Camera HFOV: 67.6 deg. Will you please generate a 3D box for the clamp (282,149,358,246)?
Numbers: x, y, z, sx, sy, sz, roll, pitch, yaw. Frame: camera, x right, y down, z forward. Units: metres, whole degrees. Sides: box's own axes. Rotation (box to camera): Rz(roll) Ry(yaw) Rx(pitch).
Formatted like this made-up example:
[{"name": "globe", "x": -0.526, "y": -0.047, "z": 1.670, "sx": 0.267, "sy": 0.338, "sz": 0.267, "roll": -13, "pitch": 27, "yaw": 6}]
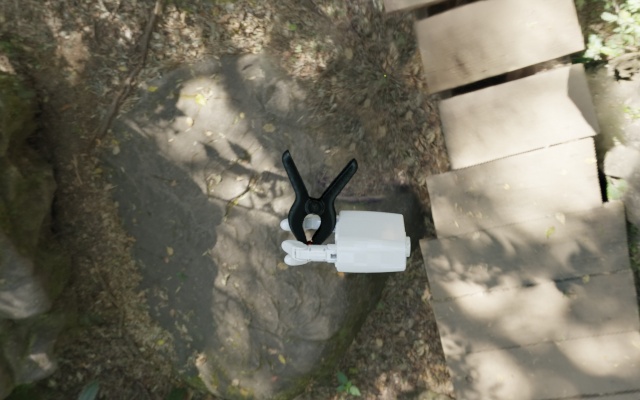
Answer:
[{"name": "clamp", "x": 0.000, "y": 0.003, "z": 0.769, "sx": 0.120, "sy": 0.171, "sz": 0.039, "roll": 0, "pitch": 15, "yaw": 2}]
